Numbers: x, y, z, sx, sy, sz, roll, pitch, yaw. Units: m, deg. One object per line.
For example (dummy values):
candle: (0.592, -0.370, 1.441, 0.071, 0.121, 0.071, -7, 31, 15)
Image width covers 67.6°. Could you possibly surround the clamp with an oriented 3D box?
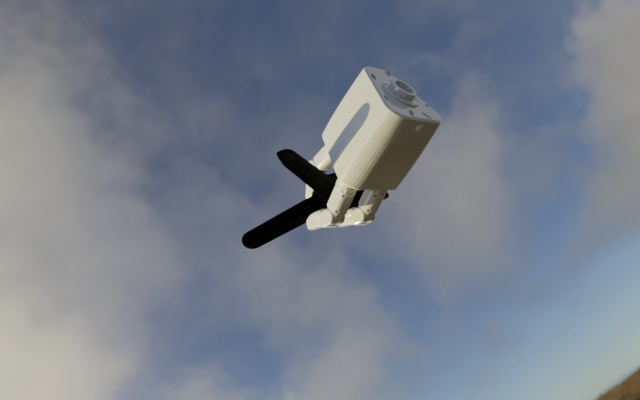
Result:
clamp: (0.000, 0.001, 0.637, 0.210, 0.036, 0.165, -1, -42, -40)
